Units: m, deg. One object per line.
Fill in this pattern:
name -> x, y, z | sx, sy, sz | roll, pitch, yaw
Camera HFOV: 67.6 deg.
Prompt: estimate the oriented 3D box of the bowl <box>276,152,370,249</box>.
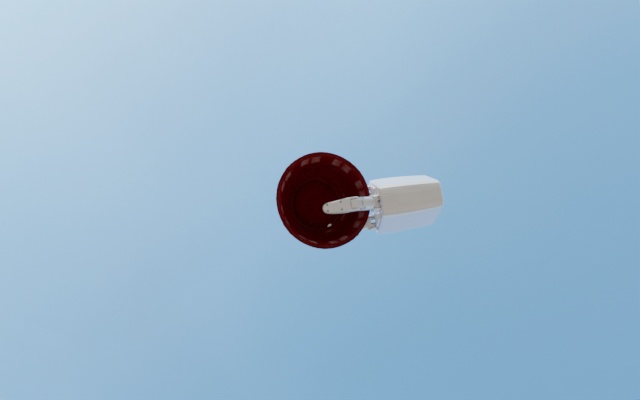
bowl -> -0.001, 0.003, 0.808 | 0.162, 0.162, 0.055 | 0, -9, -16
